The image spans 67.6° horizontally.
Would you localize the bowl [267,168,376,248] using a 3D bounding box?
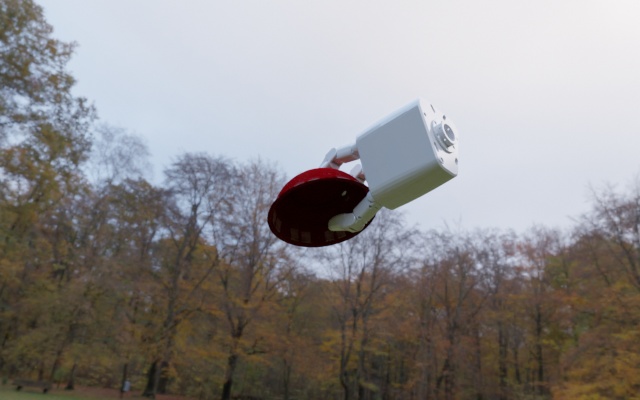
[{"bbox_3d":[-0.001,0.003,0.706,0.162,0.055,0.162,-7,-39,-6],"label":"bowl"}]
